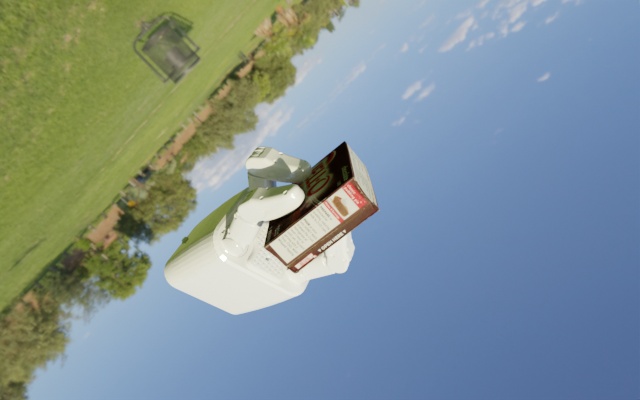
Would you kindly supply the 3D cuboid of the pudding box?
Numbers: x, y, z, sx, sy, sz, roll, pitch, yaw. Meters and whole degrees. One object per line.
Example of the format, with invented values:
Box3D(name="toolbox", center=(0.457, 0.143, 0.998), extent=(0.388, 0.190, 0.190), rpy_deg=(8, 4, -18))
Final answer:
Box3D(name="pudding box", center=(0.000, 0.001, 0.411), extent=(0.090, 0.039, 0.113), rpy_deg=(-39, 19, 13))
